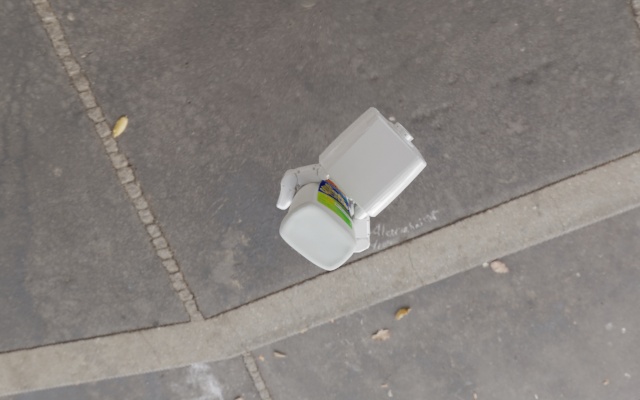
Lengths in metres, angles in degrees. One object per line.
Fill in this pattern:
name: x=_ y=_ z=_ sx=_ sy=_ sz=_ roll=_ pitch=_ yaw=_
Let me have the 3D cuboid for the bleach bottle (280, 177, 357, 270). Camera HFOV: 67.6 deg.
bleach bottle: x=0.000 y=0.002 z=0.719 sx=0.102 sy=0.068 sz=0.250 roll=41 pitch=17 yaw=-15
